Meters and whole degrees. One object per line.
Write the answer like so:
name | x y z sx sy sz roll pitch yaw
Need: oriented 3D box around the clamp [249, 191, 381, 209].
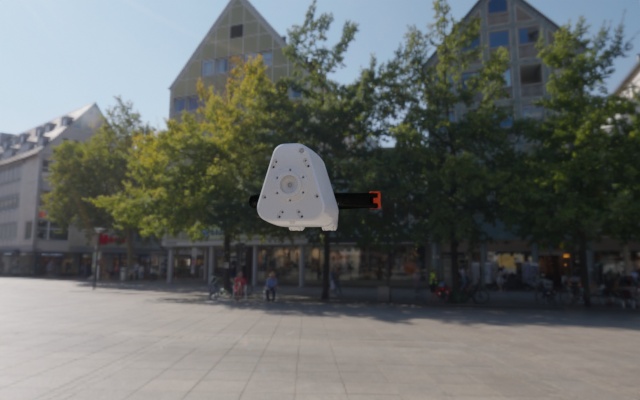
clamp | 0.001 0.002 0.831 0.210 0.036 0.164 -2 -3 10
